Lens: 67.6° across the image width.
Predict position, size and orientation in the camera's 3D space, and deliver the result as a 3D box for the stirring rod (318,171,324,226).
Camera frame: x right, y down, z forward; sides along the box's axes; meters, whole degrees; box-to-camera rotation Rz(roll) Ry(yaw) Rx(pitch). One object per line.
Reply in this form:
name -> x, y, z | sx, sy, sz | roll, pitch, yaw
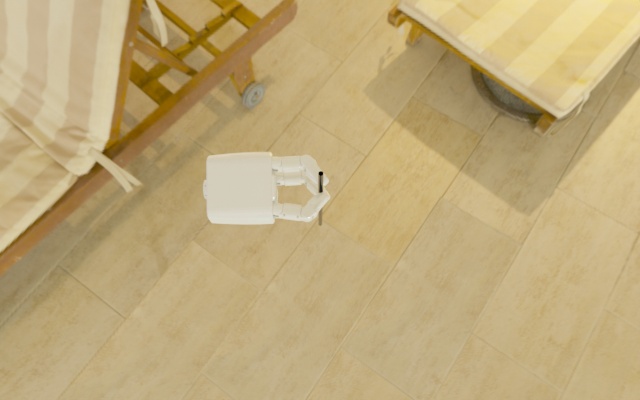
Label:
stirring rod -> 0.000, 0.003, 0.835 | 0.011, 0.011, 0.240 | 0, -21, 0
